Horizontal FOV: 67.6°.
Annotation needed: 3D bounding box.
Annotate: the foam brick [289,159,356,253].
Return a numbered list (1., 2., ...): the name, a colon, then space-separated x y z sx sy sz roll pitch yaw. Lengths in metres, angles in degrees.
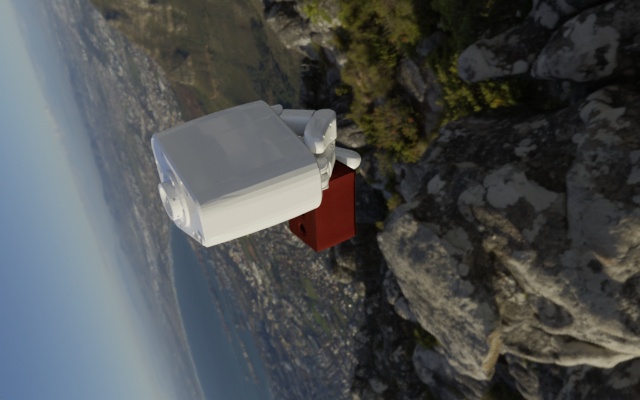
1. foam brick: 0.000 0.002 0.476 0.051 0.078 0.053 -24 37 -29
